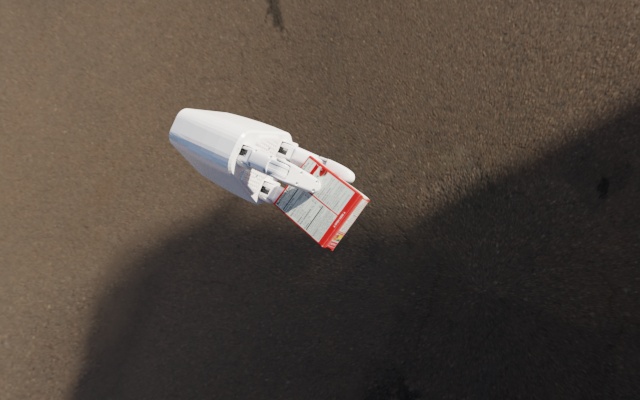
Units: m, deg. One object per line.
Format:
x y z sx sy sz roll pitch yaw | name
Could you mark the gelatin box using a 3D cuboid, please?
0.000 0.002 0.549 0.089 0.073 0.030 39 6 30 | gelatin box
